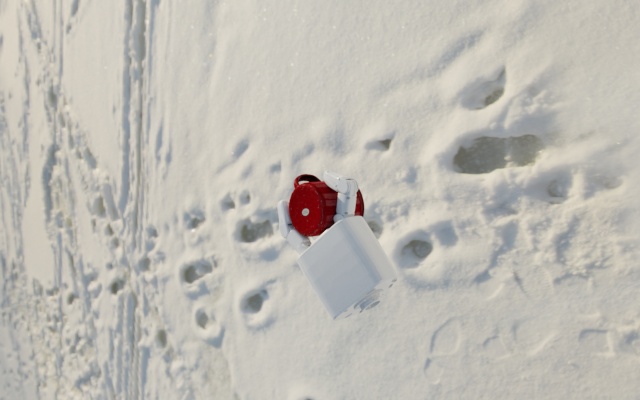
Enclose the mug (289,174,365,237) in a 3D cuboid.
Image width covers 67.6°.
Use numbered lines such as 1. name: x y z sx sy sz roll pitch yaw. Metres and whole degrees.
1. mug: -0.001 0.001 0.735 0.081 0.117 0.093 -5 -38 -43
